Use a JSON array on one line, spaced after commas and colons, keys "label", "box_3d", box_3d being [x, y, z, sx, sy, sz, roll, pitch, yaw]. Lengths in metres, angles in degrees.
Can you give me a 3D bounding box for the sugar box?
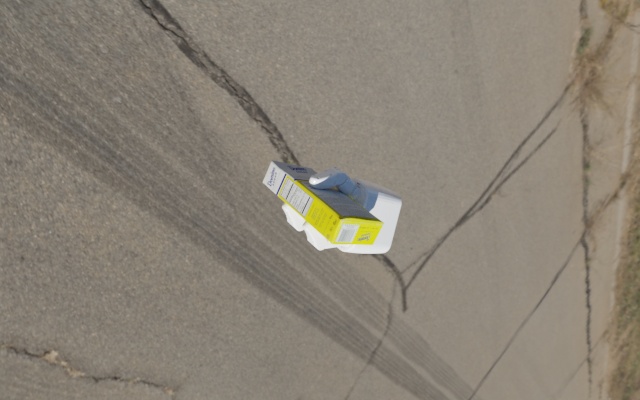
[{"label": "sugar box", "box_3d": [0.000, 0.003, 0.710, 0.093, 0.048, 0.176, 8, 21, -46]}]
